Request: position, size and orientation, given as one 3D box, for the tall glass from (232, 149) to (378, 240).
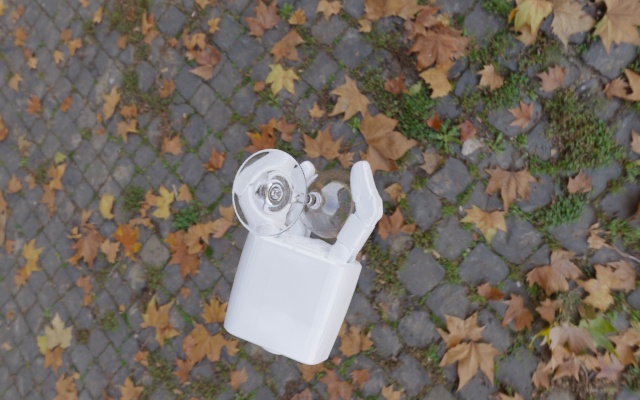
[{"bbox_3d":[0.000,0.001,0.489,0.079,0.079,0.201,0,-5,27],"label":"tall glass"}]
